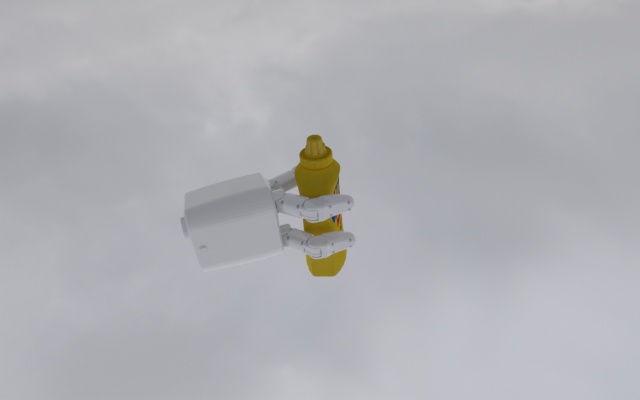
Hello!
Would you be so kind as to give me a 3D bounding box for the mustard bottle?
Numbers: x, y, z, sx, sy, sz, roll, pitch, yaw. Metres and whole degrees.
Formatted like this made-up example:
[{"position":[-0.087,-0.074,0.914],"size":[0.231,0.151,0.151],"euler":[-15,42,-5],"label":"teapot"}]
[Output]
[{"position":[0.000,0.002,0.626],"size":[0.058,0.192,0.096],"euler":[0,36,9],"label":"mustard bottle"}]
